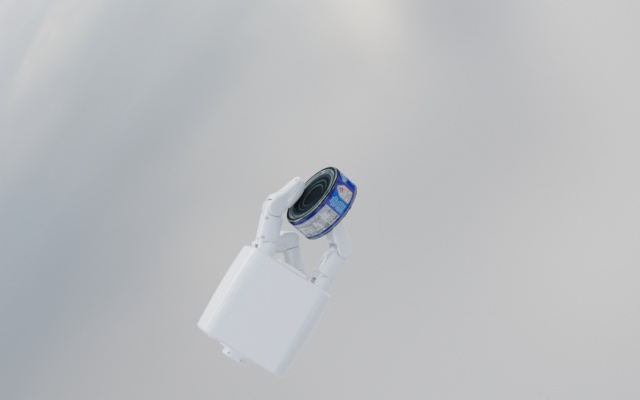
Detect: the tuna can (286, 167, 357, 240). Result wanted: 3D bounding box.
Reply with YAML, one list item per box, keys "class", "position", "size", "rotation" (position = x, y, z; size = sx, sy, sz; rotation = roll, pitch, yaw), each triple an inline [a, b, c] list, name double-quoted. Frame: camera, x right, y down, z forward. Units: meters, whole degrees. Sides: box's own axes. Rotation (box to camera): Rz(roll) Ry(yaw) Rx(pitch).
- class: "tuna can"
  position: [0.000, 0.001, 0.559]
  size: [0.034, 0.086, 0.086]
  rotation: [42, -18, -22]
